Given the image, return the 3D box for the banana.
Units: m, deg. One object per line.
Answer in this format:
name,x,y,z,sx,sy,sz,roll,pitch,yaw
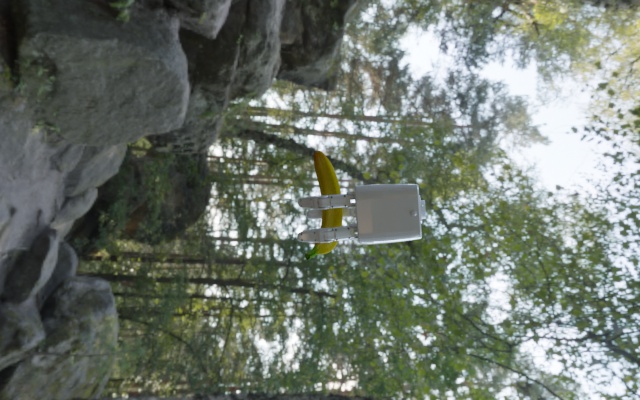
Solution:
banana,0.012,0.010,0.853,0.037,0.197,0.070,-9,-19,38
